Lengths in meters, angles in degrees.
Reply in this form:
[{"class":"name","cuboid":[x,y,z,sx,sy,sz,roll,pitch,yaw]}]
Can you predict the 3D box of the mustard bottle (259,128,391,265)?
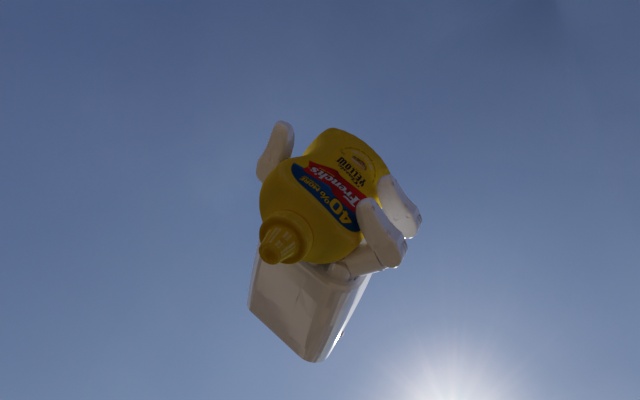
[{"class":"mustard bottle","cuboid":[0.000,0.001,0.418,0.058,0.096,0.191,-44,1,34]}]
